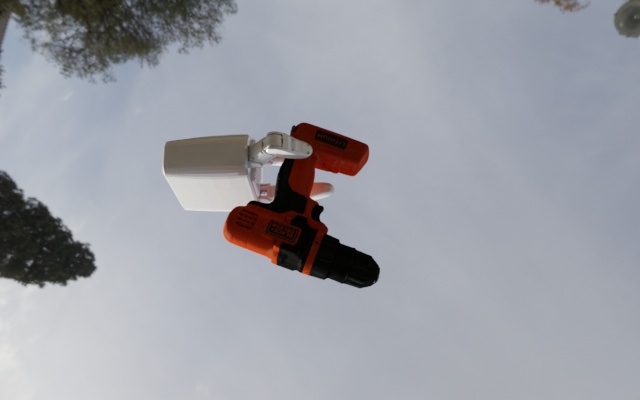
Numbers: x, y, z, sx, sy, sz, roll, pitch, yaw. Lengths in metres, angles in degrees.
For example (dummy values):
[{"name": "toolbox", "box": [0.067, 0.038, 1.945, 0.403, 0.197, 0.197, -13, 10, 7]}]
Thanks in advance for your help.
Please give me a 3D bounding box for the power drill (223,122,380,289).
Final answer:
[{"name": "power drill", "box": [0.000, 0.001, 0.578, 0.184, 0.187, 0.057, 21, -35, 1]}]
